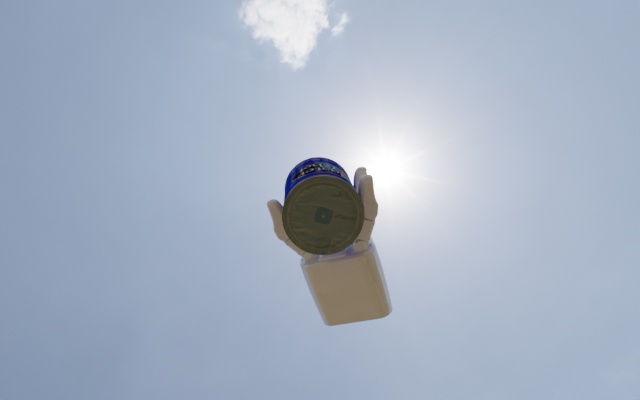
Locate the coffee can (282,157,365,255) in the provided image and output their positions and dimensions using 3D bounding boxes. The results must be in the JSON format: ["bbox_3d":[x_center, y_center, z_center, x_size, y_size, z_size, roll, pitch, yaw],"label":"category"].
[{"bbox_3d":[0.000,0.002,0.655,0.103,0.103,0.140,0,15,-3],"label":"coffee can"}]
